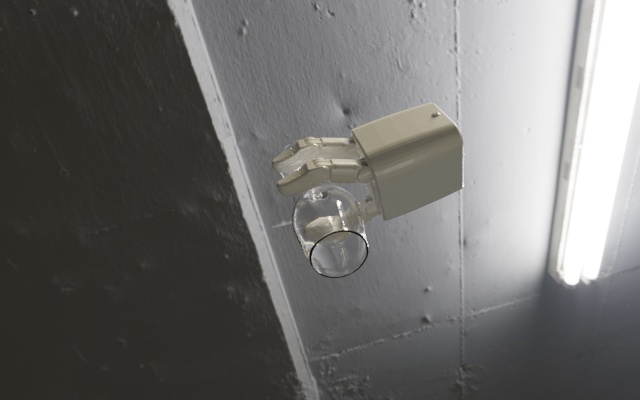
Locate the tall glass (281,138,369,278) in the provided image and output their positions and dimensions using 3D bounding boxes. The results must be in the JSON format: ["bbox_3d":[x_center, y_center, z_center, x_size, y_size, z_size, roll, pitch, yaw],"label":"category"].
[{"bbox_3d":[0.000,0.002,0.564,0.079,0.079,0.201,0,33,-13],"label":"tall glass"}]
